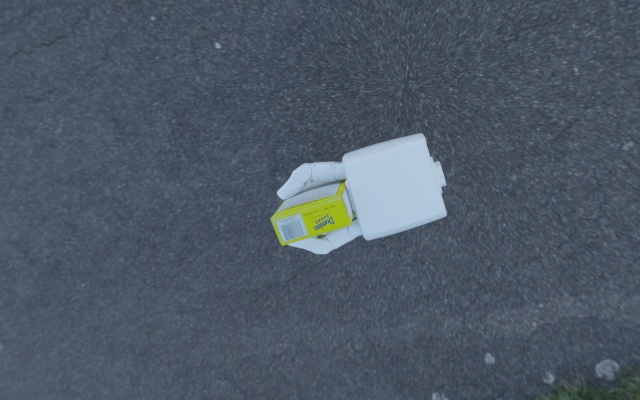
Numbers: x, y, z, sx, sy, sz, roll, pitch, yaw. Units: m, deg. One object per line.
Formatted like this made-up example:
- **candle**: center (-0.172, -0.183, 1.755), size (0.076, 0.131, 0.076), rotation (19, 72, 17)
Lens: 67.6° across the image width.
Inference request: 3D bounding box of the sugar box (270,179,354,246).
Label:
- **sugar box**: center (0.000, 0.003, 0.649), size (0.093, 0.048, 0.176), rotation (-16, 10, 13)
